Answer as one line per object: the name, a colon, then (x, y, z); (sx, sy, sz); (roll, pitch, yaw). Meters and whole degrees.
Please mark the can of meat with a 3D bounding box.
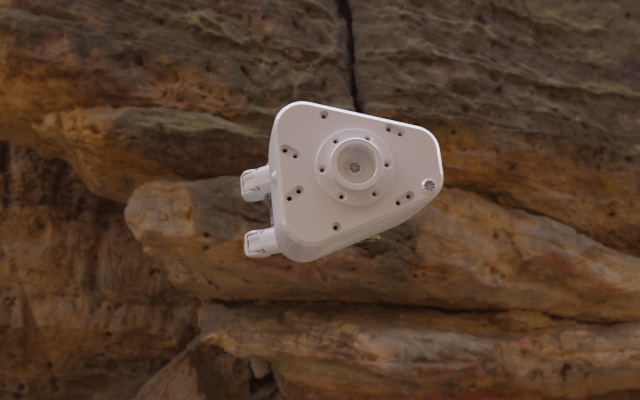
can of meat: (0.000, 0.001, 0.454); (0.102, 0.084, 0.057); (-5, -9, -2)
